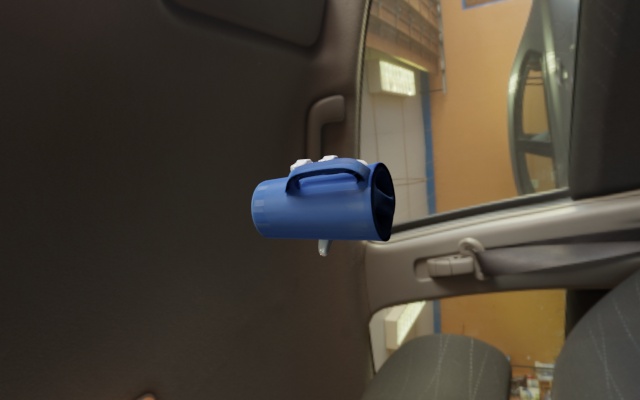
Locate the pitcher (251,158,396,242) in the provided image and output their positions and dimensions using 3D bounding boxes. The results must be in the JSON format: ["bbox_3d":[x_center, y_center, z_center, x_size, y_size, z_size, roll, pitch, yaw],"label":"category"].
[{"bbox_3d":[0.000,0.003,0.839,0.243,0.149,0.145,-4,8,25],"label":"pitcher"}]
